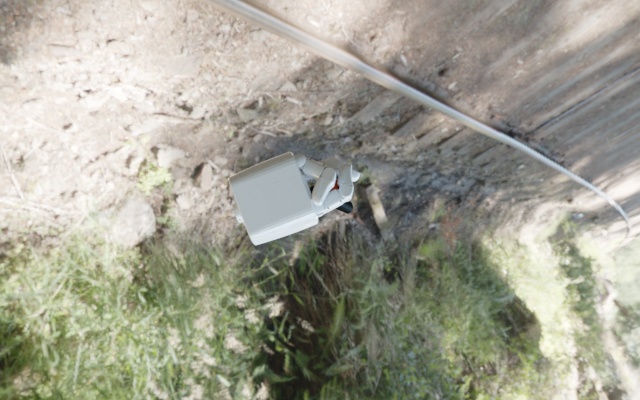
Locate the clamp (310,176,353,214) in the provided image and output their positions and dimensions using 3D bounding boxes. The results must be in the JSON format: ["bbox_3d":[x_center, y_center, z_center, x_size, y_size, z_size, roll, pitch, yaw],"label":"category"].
[{"bbox_3d":[0.000,0.003,0.825,0.120,0.039,0.171,-20,-20,-5],"label":"clamp"}]
